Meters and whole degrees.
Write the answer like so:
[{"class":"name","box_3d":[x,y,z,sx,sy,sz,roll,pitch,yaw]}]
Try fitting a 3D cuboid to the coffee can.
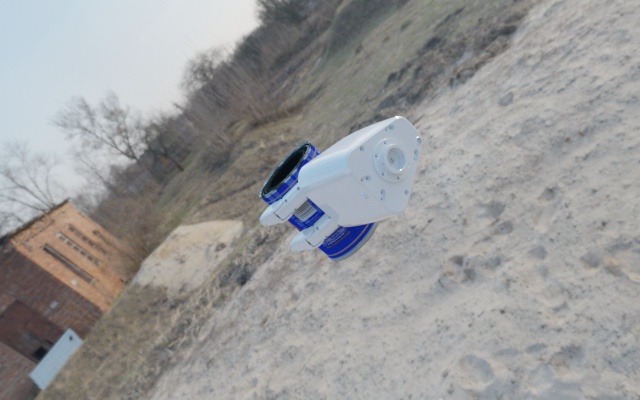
[{"class":"coffee can","box_3d":[0.000,0.002,0.664,0.140,0.103,0.103,42,-15,-17]}]
